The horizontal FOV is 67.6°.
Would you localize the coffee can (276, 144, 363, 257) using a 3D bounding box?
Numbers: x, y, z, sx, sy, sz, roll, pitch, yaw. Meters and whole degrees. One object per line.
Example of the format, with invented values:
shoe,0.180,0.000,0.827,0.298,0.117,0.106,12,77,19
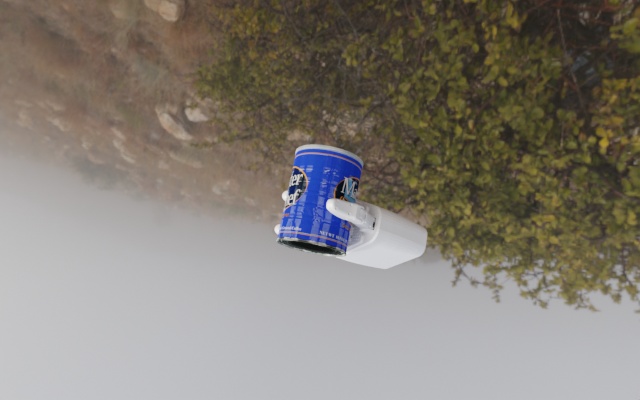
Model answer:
coffee can,0.000,0.002,0.696,0.103,0.140,0.103,11,-14,3
